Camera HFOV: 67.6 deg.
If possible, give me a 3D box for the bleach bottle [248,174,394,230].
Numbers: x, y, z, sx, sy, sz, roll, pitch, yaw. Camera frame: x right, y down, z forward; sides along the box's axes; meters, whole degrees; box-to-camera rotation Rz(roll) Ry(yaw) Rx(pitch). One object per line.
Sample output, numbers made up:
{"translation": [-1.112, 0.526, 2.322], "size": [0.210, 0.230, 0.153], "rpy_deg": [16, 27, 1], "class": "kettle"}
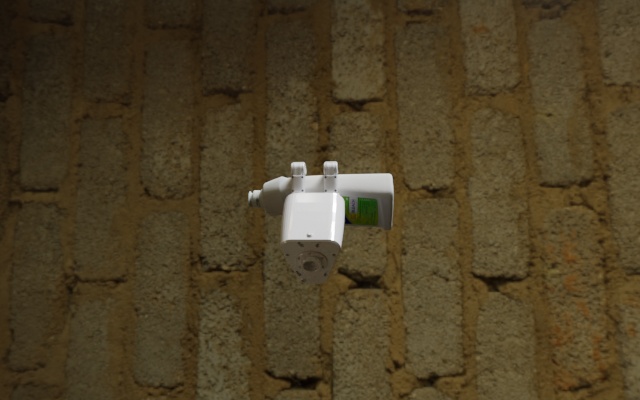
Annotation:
{"translation": [0.000, 0.003, 0.844], "size": [0.251, 0.103, 0.068], "rpy_deg": [-1, 42, 5], "class": "bleach bottle"}
